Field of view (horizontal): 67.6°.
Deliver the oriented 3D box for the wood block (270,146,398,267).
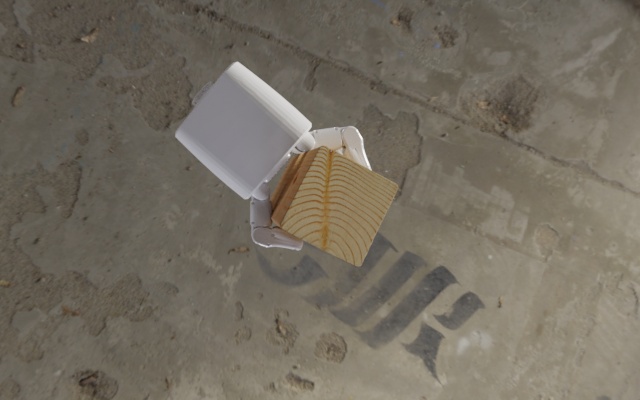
[{"bbox_3d":[0.000,0.002,0.553,0.090,0.091,0.206,27,-3,-11],"label":"wood block"}]
